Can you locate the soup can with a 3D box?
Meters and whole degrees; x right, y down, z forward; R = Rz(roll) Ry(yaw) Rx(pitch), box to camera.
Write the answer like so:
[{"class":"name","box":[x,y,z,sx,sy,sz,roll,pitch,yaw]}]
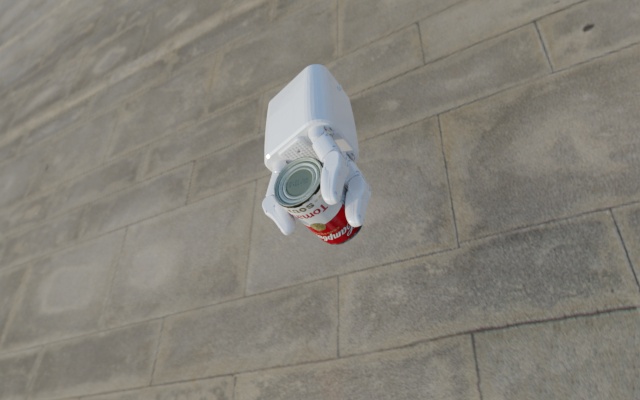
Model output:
[{"class":"soup can","box":[0.000,0.002,0.567,0.068,0.068,0.102,0,-28,35]}]
